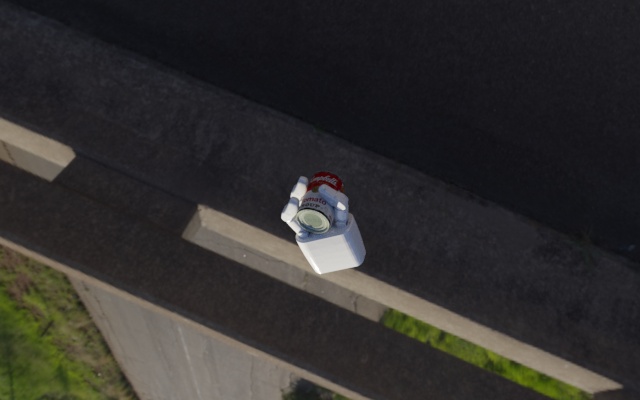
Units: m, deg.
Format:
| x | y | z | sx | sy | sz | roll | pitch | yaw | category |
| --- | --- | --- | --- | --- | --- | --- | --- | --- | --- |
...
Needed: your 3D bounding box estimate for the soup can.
| x | y | z | sx | sy | sz | roll | pitch | yaw | category |
| --- | --- | --- | --- | --- | --- | --- | --- | --- | --- |
| 0.000 | 0.003 | 0.897 | 0.068 | 0.102 | 0.069 | 13 | -41 | 11 | soup can |
